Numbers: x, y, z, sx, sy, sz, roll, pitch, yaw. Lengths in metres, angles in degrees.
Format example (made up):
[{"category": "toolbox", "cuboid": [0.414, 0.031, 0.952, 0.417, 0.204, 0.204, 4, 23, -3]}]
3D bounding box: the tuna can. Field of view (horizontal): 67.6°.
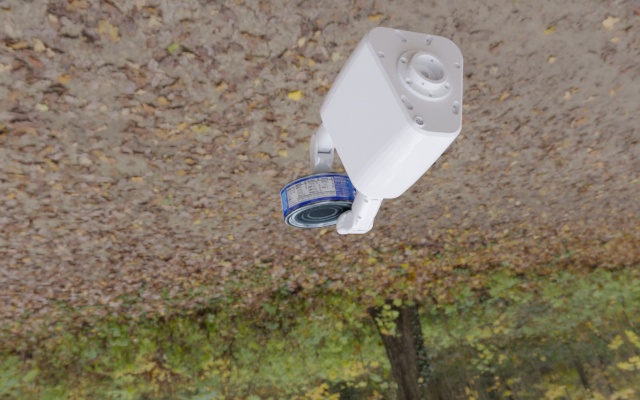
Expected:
[{"category": "tuna can", "cuboid": [0.000, 0.002, 0.520, 0.086, 0.033, 0.086, -8, -20, -3]}]
